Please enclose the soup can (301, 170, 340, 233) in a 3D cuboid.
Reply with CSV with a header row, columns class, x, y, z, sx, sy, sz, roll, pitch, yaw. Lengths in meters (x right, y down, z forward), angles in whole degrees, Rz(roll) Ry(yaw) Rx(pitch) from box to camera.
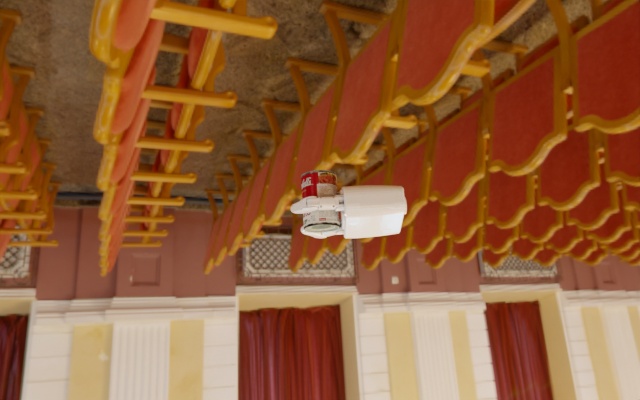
class,x,y,z,sx,sy,sz,roll,pitch,yaw
soup can,0.000,0.003,0.880,0.068,0.102,0.068,-3,-16,-1
